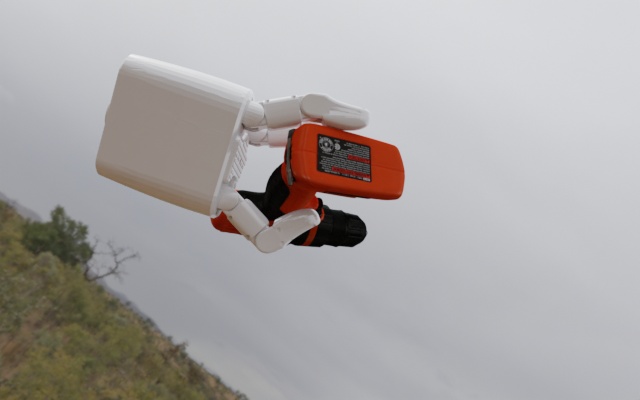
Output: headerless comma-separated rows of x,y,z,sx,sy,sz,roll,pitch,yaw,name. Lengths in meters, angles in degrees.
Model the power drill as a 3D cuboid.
0.000,0.001,0.474,0.184,0.057,0.188,9,-25,-25,power drill
